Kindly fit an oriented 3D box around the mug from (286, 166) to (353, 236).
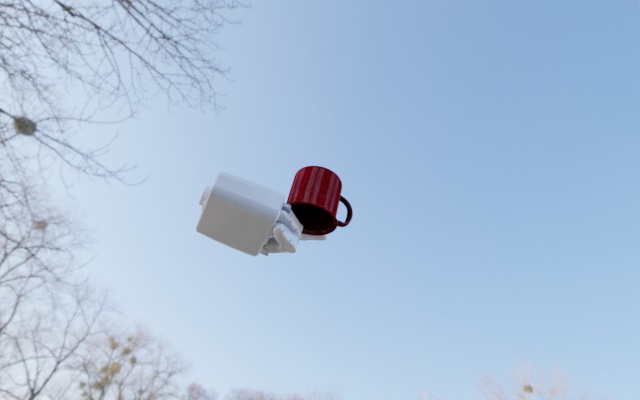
[{"bbox_3d":[0.002,0.003,0.774,0.117,0.081,0.093,22,-35,-12],"label":"mug"}]
